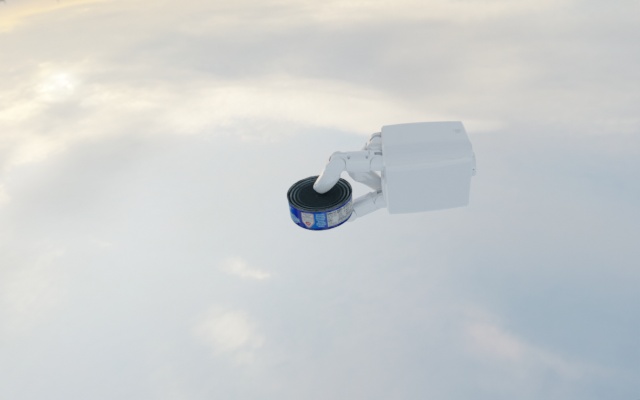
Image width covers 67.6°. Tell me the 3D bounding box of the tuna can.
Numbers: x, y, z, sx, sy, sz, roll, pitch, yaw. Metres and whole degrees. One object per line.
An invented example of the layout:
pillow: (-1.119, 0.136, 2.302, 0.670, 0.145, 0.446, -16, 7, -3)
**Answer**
tuna can: (0.000, 0.003, 0.627, 0.086, 0.034, 0.086, -5, 33, 3)
